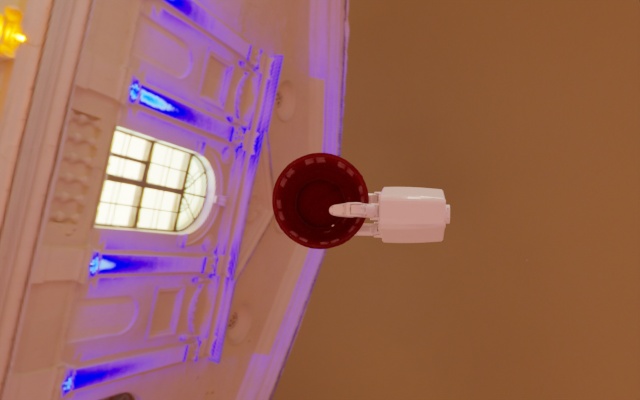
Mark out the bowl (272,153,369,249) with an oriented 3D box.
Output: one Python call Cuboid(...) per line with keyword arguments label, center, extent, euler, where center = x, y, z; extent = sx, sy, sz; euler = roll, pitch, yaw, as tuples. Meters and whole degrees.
Cuboid(label="bowl", center=(-0.001, 0.002, 0.818), extent=(0.162, 0.162, 0.055), euler=(0, -6, 0))
